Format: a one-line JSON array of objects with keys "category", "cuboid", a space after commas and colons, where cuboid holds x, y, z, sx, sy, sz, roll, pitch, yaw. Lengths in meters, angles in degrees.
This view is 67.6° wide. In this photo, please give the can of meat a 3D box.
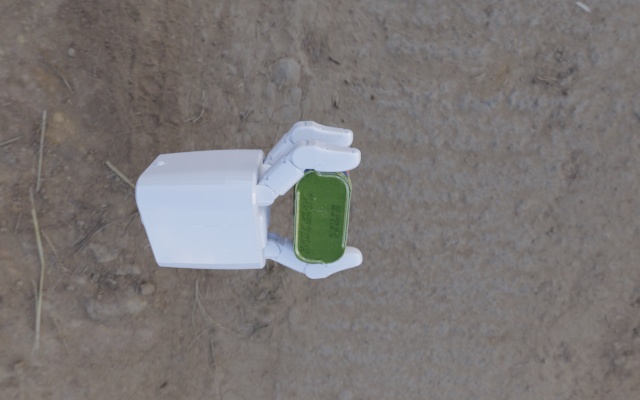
[{"category": "can of meat", "cuboid": [0.000, 0.002, 0.477, 0.057, 0.102, 0.084, 2, 24, -2]}]
